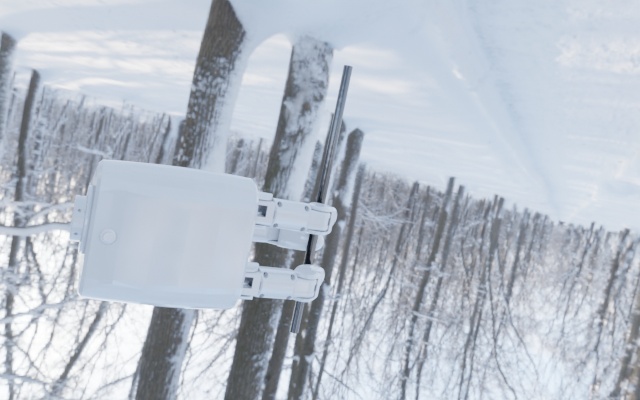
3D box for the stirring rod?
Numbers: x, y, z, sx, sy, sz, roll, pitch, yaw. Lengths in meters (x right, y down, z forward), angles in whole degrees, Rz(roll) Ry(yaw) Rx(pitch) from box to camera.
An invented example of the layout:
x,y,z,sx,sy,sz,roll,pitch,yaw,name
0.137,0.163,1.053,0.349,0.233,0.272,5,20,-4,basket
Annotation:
x,y,z,sx,sy,sz,roll,pitch,yaw,name
0.000,0.001,0.423,0.011,0.239,0.011,12,5,-1,stirring rod
